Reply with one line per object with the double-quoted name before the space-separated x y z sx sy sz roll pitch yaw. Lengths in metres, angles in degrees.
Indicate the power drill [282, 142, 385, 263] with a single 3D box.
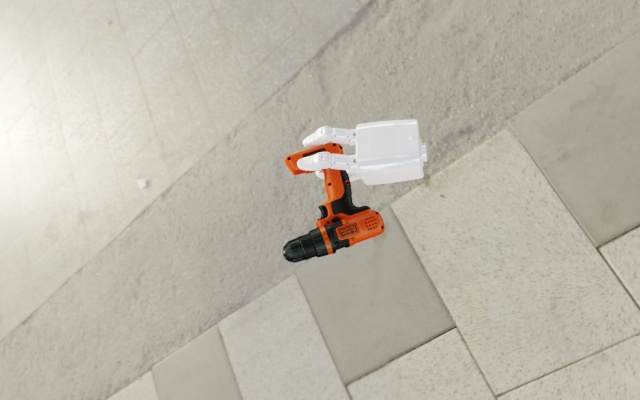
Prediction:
"power drill" 0.000 0.002 0.844 0.184 0.187 0.057 -18 -10 -7
